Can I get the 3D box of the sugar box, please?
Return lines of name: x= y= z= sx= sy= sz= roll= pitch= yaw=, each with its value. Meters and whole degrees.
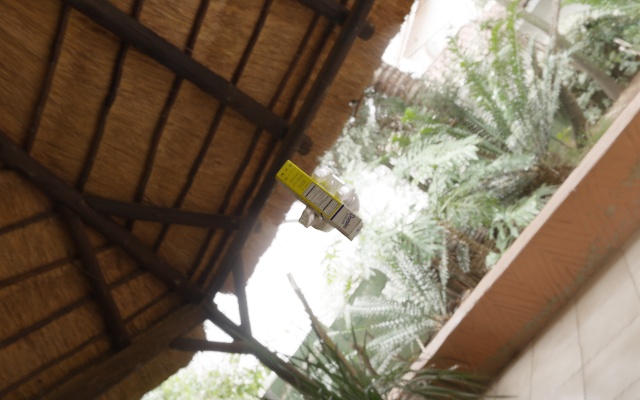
sugar box: x=0.000 y=0.002 z=0.891 sx=0.176 sy=0.048 sz=0.093 roll=36 pitch=-5 yaw=12
